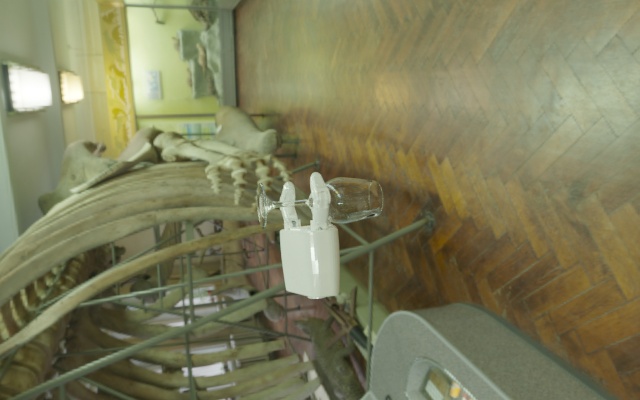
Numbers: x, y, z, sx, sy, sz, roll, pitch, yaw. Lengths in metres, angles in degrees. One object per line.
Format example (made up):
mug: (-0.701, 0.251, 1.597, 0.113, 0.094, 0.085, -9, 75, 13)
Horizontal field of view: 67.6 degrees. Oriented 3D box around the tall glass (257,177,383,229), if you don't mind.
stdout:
tall glass: (-0.001, 0.002, 0.793, 0.201, 0.079, 0.079, -4, 1, -17)
